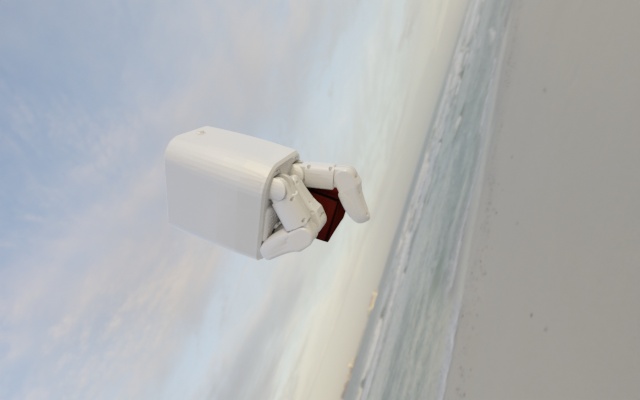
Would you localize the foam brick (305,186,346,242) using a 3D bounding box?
[{"bbox_3d":[0.000,0.002,0.525,0.051,0.053,0.078,19,22,9],"label":"foam brick"}]
